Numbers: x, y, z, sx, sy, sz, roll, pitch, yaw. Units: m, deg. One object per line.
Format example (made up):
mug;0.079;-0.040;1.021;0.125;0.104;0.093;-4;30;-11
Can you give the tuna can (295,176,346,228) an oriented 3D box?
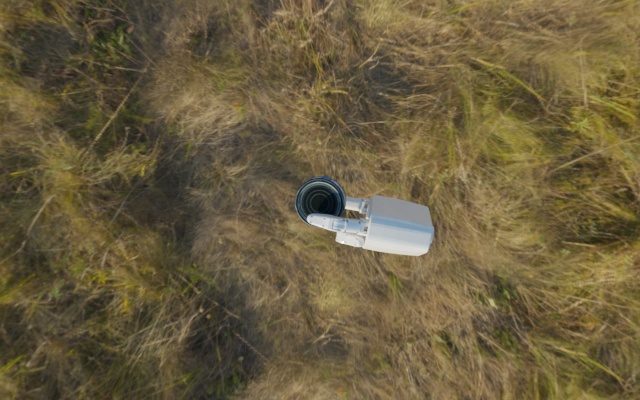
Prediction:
tuna can;0.000;0.003;0.813;0.086;0.086;0.033;0;9;7
